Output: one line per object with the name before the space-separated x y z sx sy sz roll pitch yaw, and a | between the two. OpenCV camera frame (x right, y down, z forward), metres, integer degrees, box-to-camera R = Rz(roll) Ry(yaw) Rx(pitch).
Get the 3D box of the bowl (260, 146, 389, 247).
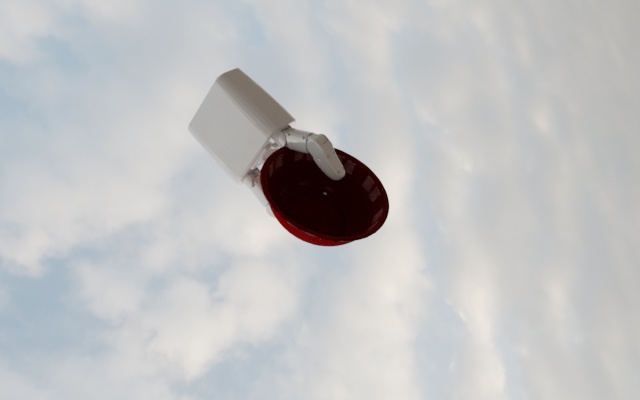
bowl | 0.001 0.003 0.587 0.162 0.162 0.055 0 -43 -23
